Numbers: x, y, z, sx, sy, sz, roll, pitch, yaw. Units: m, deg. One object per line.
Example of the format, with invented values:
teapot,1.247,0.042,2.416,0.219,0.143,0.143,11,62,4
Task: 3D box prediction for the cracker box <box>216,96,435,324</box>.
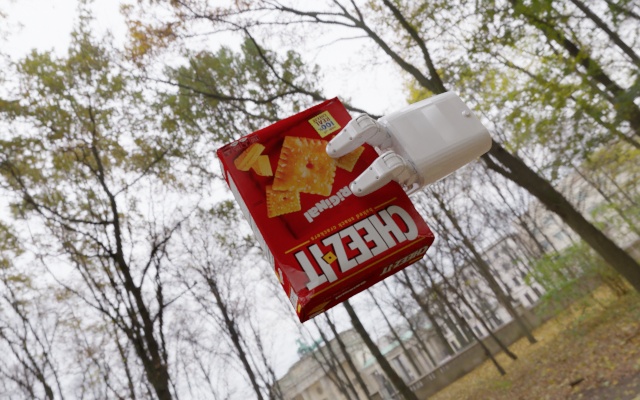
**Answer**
cracker box,0.000,0.002,0.545,0.164,0.213,0.072,-26,-23,-14
